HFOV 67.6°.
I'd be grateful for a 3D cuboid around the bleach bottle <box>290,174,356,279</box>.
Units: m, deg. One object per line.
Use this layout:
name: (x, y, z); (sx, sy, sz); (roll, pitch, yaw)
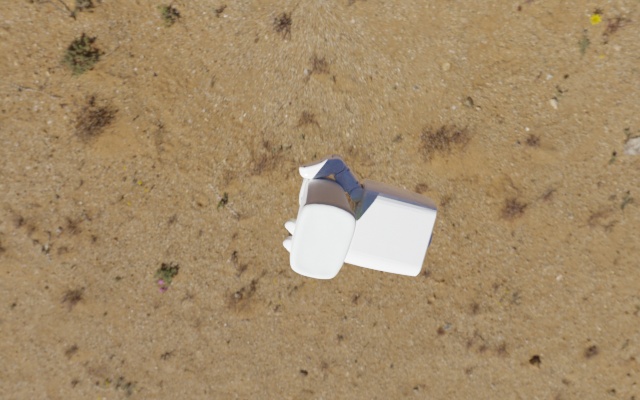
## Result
bleach bottle: (0.000, 0.002, 0.666); (0.068, 0.103, 0.250); (14, 22, -6)
